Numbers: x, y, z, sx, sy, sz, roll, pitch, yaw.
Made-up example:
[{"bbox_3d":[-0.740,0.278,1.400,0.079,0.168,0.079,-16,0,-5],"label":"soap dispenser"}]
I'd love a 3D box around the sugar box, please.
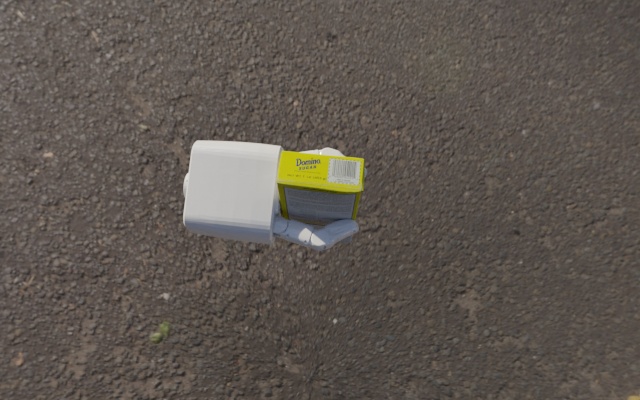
[{"bbox_3d":[0.000,0.001,0.584,0.093,0.048,0.176,7,-20,1],"label":"sugar box"}]
